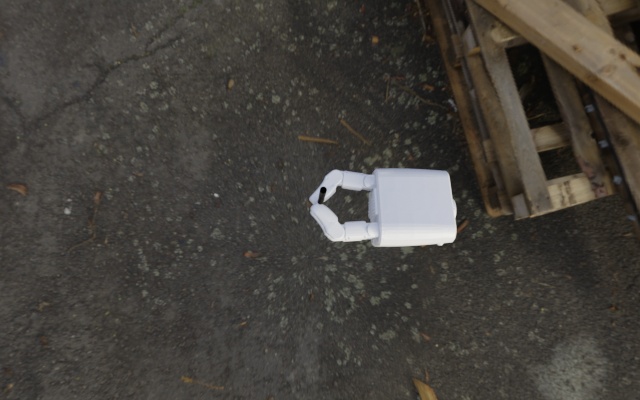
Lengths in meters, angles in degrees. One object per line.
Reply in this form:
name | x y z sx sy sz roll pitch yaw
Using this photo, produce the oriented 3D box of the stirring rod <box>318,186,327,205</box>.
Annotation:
stirring rod | 0.000 0.002 0.654 0.011 0.011 0.239 0 -7 -2
